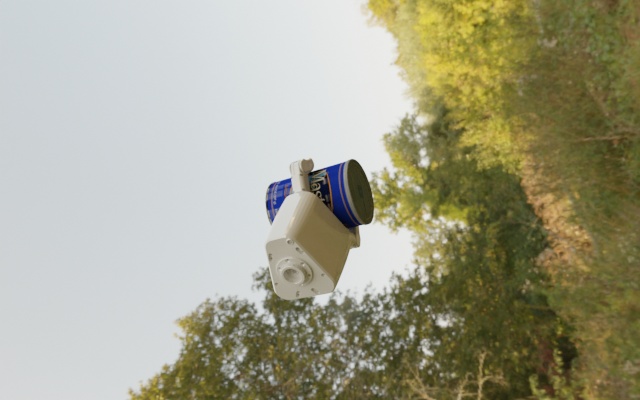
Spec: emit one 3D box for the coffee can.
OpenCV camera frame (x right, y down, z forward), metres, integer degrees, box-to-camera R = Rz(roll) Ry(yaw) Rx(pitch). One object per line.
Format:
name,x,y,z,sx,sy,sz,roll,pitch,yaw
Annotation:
coffee can,0.000,0.002,0.748,0.140,0.103,0.103,-15,-6,23
